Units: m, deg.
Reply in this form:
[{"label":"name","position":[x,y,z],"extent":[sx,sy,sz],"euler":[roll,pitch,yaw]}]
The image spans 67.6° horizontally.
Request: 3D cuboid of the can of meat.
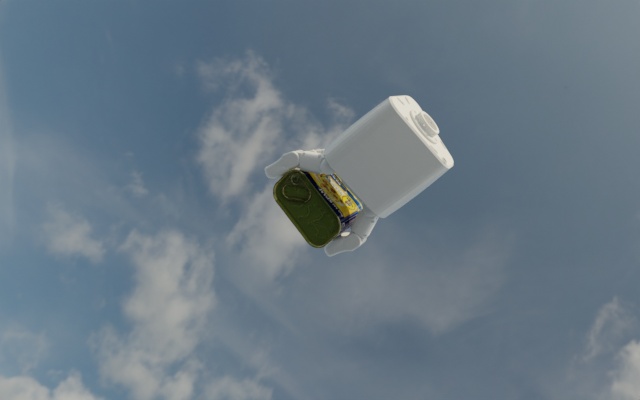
[{"label":"can of meat","position":[0.000,0.002,0.629],"extent":[0.057,0.102,0.084],"euler":[-43,-9,29]}]
